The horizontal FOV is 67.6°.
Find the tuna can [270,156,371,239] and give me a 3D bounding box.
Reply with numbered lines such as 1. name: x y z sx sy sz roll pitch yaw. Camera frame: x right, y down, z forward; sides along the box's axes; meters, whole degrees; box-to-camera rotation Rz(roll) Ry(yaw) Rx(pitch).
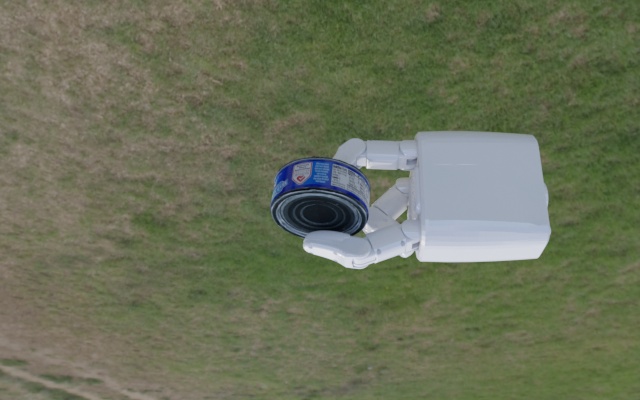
1. tuna can: 0.000 0.002 0.415 0.086 0.033 0.086 4 -34 3
